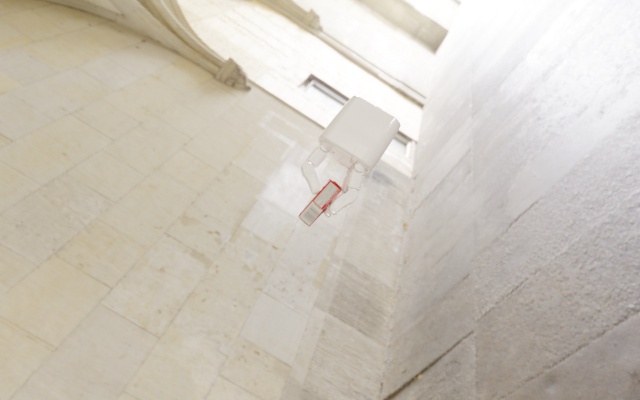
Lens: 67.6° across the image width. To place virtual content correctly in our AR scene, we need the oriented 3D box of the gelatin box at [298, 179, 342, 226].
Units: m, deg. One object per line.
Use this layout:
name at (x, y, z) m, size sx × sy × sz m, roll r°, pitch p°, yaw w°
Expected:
gelatin box at (0.000, 0.003, 0.859) m, size 0.030 × 0.089 × 0.073 m, roll 42°, pitch 2°, yaw -2°
